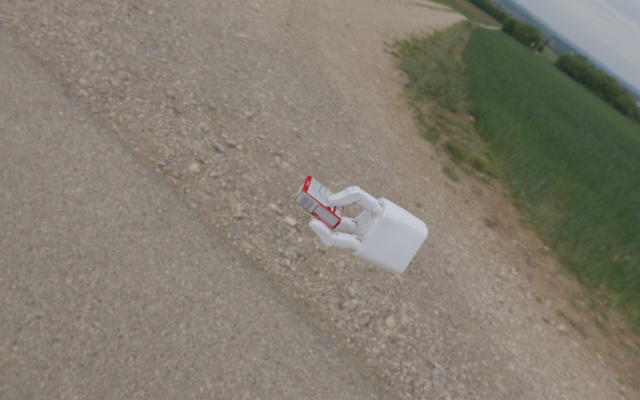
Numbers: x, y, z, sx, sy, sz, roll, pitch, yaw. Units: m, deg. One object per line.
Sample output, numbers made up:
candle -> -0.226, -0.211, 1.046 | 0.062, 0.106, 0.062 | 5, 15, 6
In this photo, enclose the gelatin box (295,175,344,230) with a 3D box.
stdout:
gelatin box -> 0.000, 0.002, 0.863 | 0.089, 0.030, 0.073 | 38, 25, -11
